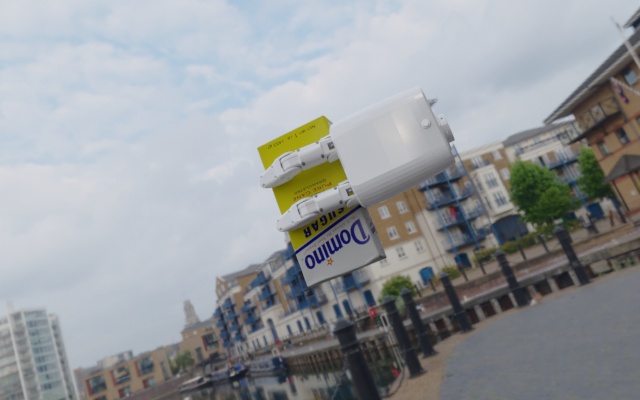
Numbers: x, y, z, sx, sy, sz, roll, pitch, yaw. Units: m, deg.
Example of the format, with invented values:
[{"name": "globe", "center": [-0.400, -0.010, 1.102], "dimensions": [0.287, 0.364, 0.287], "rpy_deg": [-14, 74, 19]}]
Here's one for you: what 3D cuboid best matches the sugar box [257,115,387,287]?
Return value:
[{"name": "sugar box", "center": [0.000, 0.002, 0.555], "dimensions": [0.093, 0.176, 0.048], "rpy_deg": [-25, -13, 14]}]
